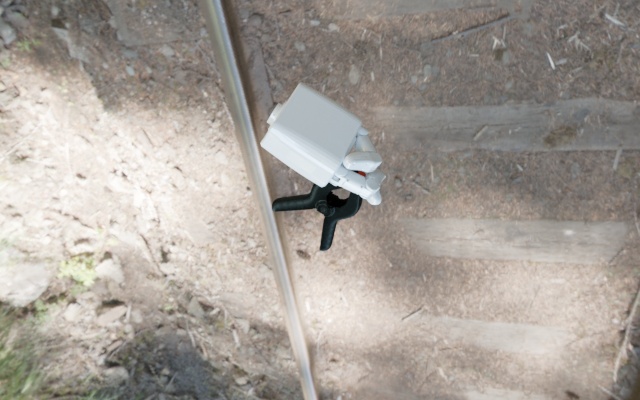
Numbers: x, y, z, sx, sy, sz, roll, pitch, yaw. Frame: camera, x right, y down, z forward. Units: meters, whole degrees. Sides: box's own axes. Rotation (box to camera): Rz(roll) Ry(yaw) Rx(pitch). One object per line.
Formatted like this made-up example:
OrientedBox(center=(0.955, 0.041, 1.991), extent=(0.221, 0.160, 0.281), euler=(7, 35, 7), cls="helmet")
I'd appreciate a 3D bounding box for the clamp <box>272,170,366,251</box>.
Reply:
OrientedBox(center=(0.000, 0.003, 0.740), extent=(0.120, 0.039, 0.171), euler=(31, -50, -9), cls="clamp")
